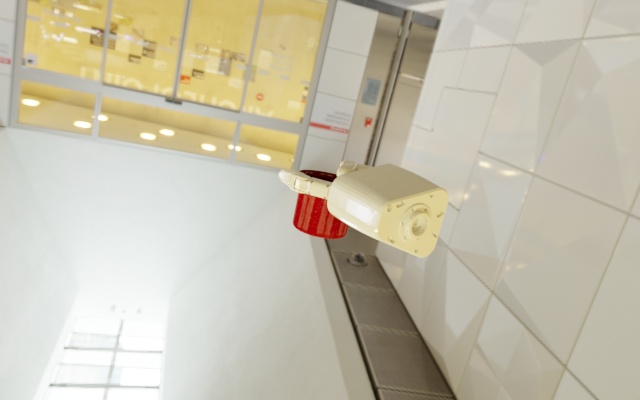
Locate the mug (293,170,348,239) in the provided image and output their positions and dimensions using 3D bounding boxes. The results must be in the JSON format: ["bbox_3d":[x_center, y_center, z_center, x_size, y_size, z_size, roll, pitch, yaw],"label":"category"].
[{"bbox_3d":[-0.001,0.002,0.707,0.093,0.081,0.117,5,14,-32],"label":"mug"}]
